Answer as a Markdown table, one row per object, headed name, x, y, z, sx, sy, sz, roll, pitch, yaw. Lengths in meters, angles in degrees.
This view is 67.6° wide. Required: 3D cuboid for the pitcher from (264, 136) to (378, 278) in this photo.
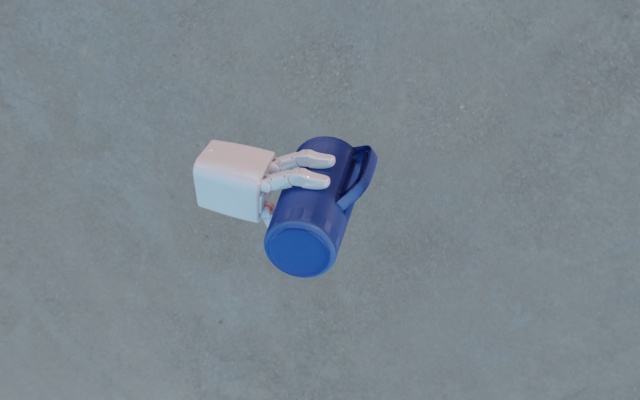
| name | x | y | z | sx | sy | sz | roll | pitch | yaw |
| --- | --- | --- | --- | --- | --- | --- | --- | --- | --- |
| pitcher | 0.000 | 0.003 | 0.769 | 0.145 | 0.149 | 0.242 | 14 | 37 | 3 |
